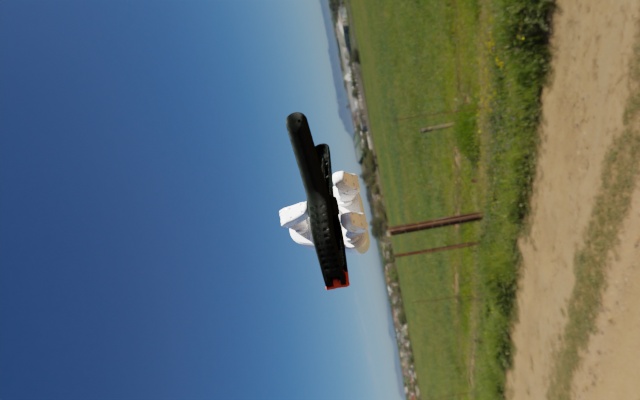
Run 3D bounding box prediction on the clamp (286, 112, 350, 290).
[{"bbox_3d":[-0.001,0.003,0.586,0.036,0.210,0.164,-12,-16,11],"label":"clamp"}]
